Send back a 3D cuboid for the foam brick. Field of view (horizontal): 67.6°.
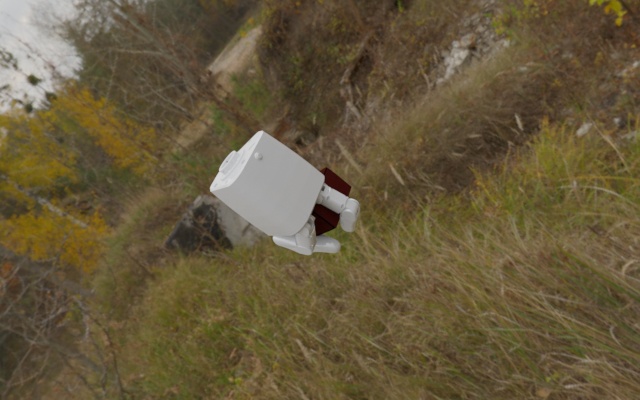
[{"bbox_3d":[0.000,0.002,0.677,0.051,0.078,0.053,37,-37,-21],"label":"foam brick"}]
